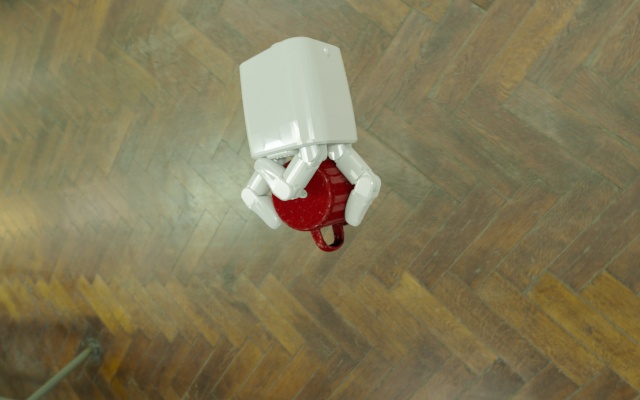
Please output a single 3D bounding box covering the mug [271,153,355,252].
[{"bbox_3d":[0.000,0.003,0.549,0.093,0.117,0.081,-9,2,32],"label":"mug"}]
